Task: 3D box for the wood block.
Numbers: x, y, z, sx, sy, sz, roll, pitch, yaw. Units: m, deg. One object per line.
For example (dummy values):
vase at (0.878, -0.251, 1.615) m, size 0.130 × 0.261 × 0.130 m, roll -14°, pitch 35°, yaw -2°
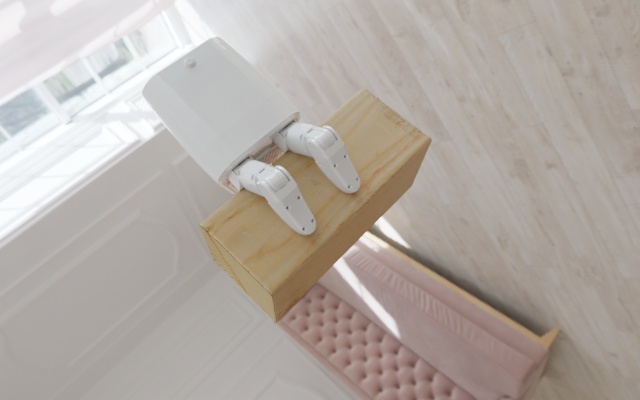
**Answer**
wood block at (0.000, 0.001, 0.453) m, size 0.206 × 0.090 × 0.091 m, roll -43°, pitch -17°, yaw -21°
